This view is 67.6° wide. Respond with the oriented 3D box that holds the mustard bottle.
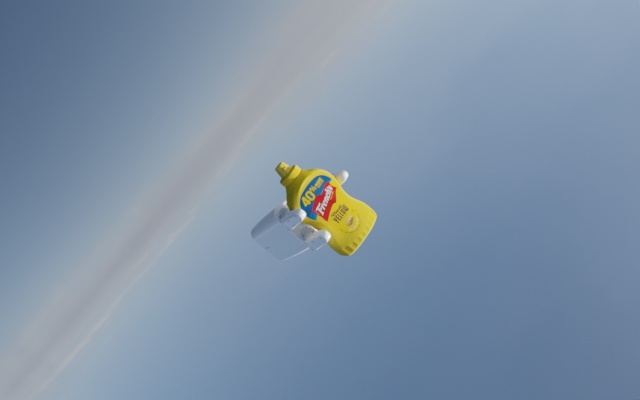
[{"bbox_3d":[0.000,0.003,0.815,0.192,0.096,0.058,40,-16,-13],"label":"mustard bottle"}]
